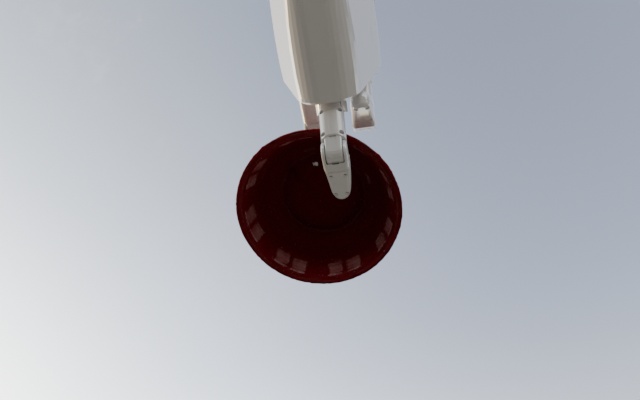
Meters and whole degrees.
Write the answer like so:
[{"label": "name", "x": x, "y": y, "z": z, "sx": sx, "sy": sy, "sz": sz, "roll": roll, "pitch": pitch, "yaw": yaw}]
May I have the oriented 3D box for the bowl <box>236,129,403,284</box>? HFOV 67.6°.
[{"label": "bowl", "x": 0.000, "y": 0.003, "z": 0.484, "sx": 0.162, "sy": 0.162, "sz": 0.055, "roll": 0, "pitch": 21, "yaw": 7}]
